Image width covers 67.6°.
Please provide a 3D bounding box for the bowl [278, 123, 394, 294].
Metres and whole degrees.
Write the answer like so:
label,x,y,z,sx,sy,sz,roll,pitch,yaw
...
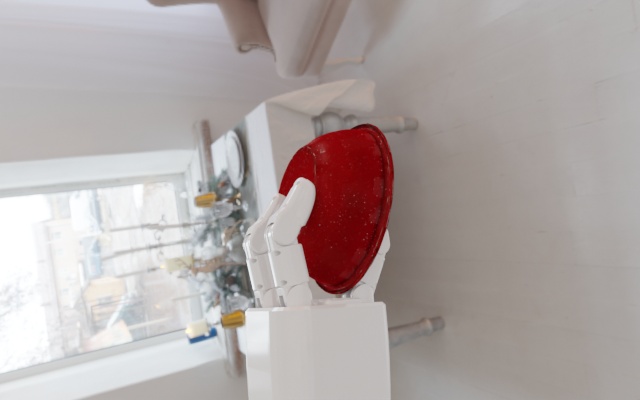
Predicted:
label,x,y,z,sx,sy,sz,roll,pitch,yaw
bowl,0.000,0.000,0.437,0.055,0.162,0.162,13,-5,-23
